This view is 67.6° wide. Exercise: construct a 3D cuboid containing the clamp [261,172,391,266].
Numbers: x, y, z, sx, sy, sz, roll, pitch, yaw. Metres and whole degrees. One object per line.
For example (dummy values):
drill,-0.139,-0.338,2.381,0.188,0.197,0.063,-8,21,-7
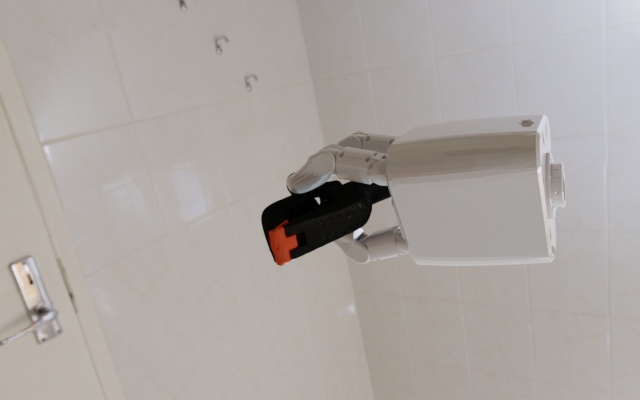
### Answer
clamp,0.000,0.002,0.434,0.164,0.036,0.210,-4,17,31
